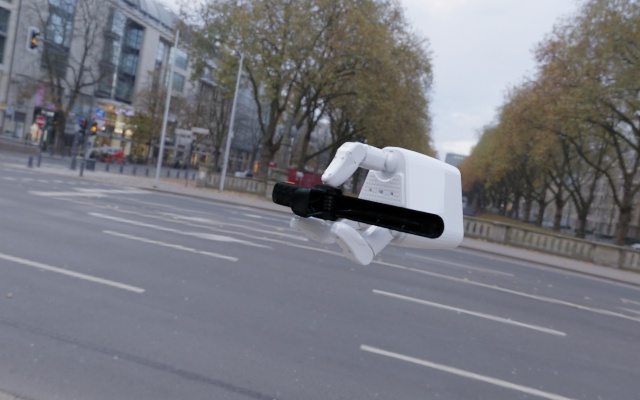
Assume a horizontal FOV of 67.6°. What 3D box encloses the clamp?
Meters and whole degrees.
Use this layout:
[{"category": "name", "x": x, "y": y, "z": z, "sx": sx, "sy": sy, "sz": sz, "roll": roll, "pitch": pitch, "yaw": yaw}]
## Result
[{"category": "clamp", "x": 0.000, "y": 0.001, "z": 0.502, "sx": 0.164, "sy": 0.036, "sz": 0.210, "roll": 12, "pitch": 1, "yaw": -36}]
